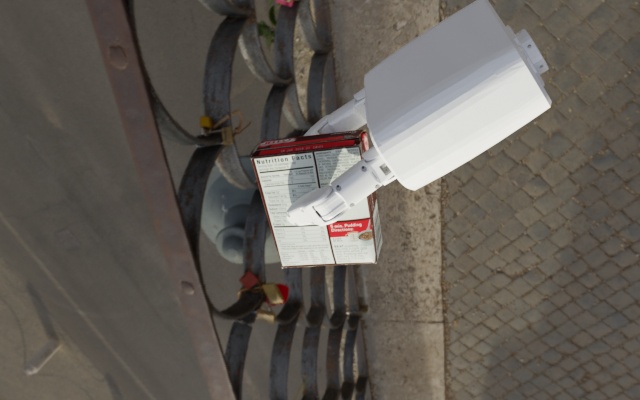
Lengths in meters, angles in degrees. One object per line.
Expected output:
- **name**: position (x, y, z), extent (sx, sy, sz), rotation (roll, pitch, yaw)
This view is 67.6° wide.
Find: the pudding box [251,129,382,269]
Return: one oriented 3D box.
- **pudding box**: position (0.000, 0.001, 0.400), extent (0.090, 0.113, 0.039), rotation (-4, 26, 14)
